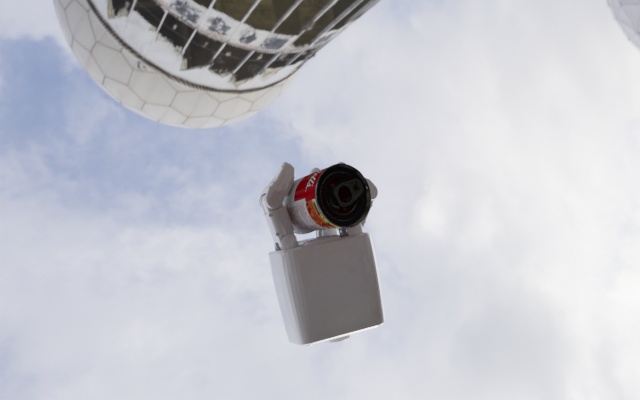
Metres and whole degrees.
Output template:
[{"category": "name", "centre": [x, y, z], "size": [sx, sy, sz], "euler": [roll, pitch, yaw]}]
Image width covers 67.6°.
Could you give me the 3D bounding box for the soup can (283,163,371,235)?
[{"category": "soup can", "centre": [0.000, 0.001, 0.537], "size": [0.068, 0.068, 0.102], "euler": [0, -8, -30]}]
